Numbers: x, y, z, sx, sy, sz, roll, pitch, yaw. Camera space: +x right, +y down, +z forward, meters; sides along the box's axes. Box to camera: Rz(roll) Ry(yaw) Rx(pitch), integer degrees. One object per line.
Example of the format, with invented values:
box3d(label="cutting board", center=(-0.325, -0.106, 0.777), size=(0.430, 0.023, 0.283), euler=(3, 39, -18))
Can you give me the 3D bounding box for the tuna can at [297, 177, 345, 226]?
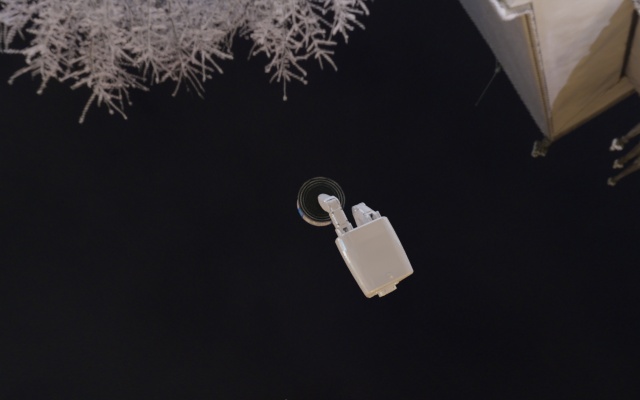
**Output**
box3d(label="tuna can", center=(0.000, 0.003, 0.873), size=(0.086, 0.086, 0.034), euler=(0, -17, -7))
